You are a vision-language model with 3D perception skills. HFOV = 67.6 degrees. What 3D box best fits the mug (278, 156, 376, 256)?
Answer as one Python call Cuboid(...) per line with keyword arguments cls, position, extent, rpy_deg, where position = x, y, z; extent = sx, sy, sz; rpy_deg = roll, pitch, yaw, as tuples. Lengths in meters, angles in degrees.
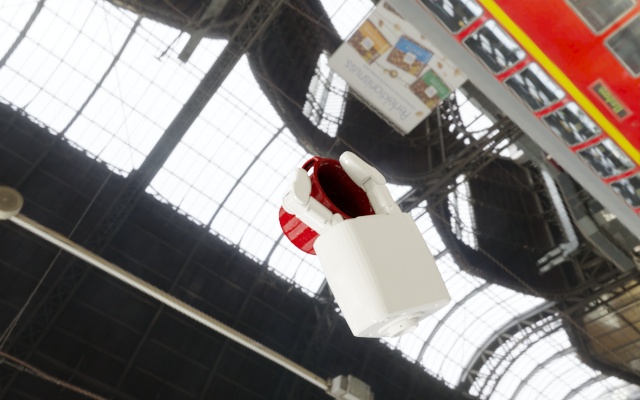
Cuboid(cls="mug", position=(-0.001, 0.001, 0.564), extent=(0.093, 0.117, 0.081), rpy_deg=(9, -42, -44))
